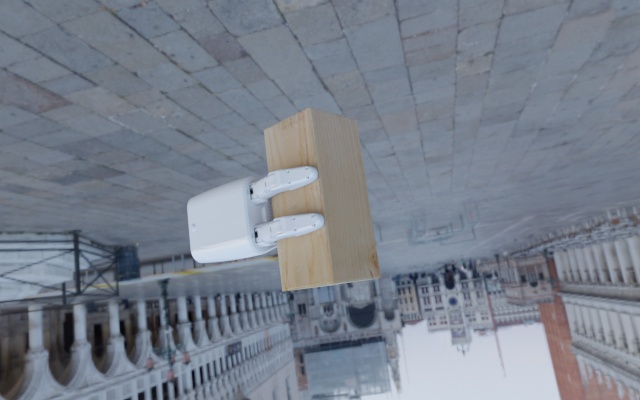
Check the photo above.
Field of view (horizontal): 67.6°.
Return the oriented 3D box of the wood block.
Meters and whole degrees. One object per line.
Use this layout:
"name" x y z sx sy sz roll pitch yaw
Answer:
"wood block" 0.000 0.002 0.598 0.090 0.206 0.091 -17 -14 41
